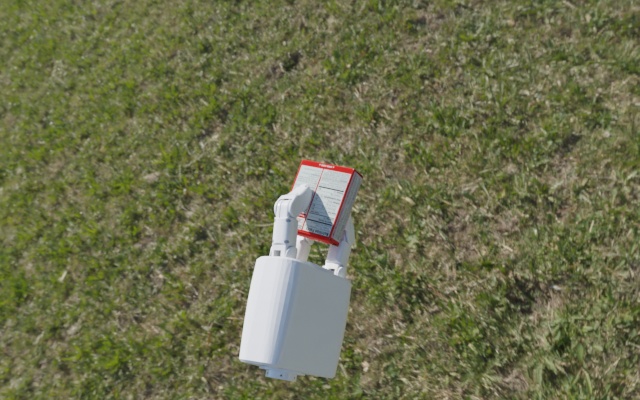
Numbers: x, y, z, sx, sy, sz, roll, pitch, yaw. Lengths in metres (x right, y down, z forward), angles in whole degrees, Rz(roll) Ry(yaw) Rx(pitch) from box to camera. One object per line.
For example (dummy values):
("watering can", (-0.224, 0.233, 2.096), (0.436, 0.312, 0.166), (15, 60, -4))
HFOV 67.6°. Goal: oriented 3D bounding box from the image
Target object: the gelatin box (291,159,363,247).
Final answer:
("gelatin box", (0.000, 0.001, 0.554), (0.073, 0.089, 0.030), (13, -13, 32))
